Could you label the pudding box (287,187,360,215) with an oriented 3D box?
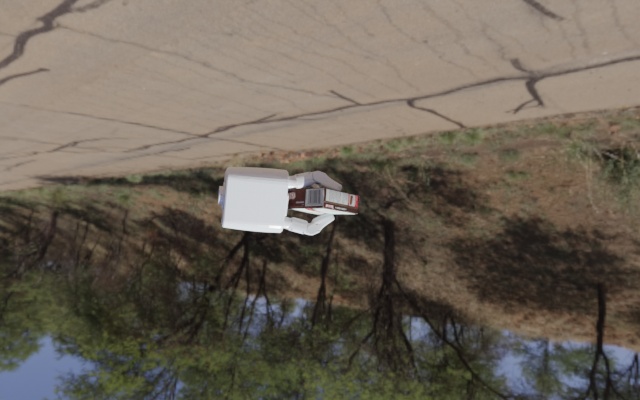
[{"bbox_3d":[0.000,0.003,0.870,0.090,0.039,0.113,10,-7,-42],"label":"pudding box"}]
